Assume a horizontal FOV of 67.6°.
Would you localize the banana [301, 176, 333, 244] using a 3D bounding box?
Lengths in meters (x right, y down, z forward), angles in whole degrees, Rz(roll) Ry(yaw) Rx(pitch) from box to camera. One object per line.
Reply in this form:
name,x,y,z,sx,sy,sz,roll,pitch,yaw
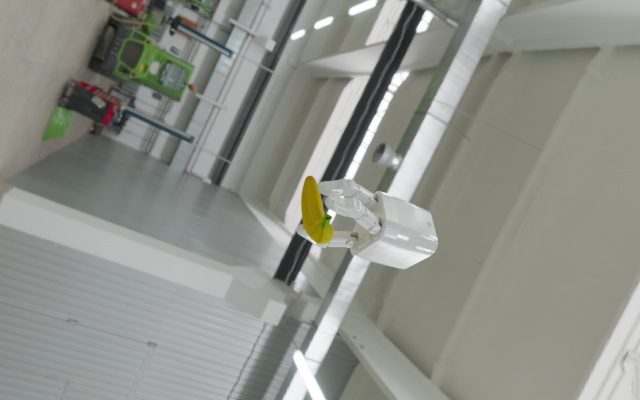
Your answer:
banana,-0.005,0.021,0.767,0.037,0.070,0.197,13,17,-16
